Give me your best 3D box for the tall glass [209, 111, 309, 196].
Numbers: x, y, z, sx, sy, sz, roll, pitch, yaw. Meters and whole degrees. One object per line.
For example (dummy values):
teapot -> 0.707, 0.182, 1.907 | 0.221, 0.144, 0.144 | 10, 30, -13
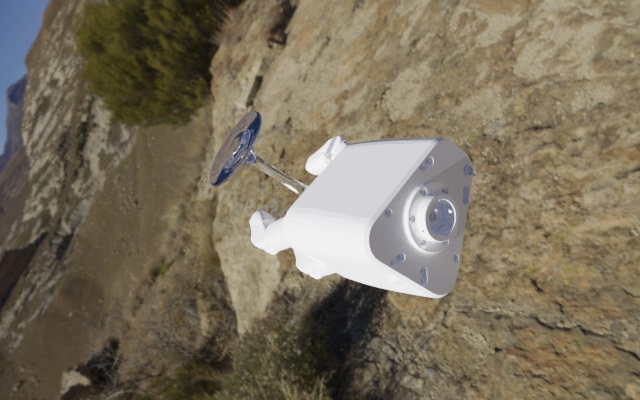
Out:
tall glass -> 0.000, 0.001, 0.456 | 0.201, 0.079, 0.079 | 32, -17, -29
